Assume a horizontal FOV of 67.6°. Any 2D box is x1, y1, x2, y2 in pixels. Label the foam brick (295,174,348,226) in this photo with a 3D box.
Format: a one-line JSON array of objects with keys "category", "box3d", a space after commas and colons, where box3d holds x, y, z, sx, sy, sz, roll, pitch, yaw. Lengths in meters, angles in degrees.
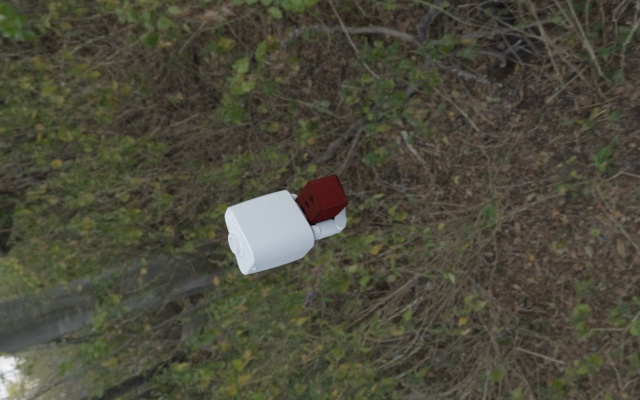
[{"category": "foam brick", "box3d": [0.000, 0.002, 0.759, 0.051, 0.053, 0.078, -15, -18, -26]}]
